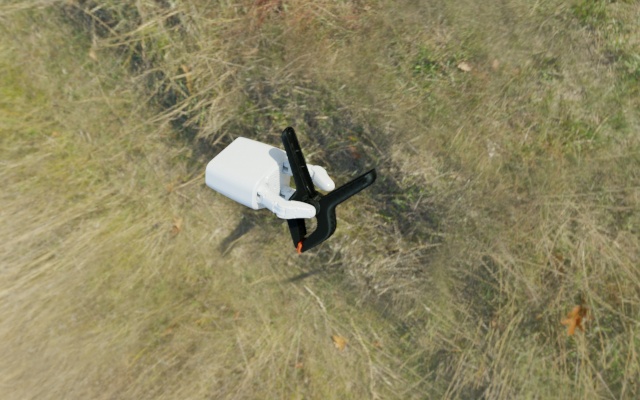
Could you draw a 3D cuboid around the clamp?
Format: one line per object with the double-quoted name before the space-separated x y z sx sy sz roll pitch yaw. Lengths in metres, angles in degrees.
"clamp" -0.001 0.003 0.760 0.164 0.210 0.036 23 33 23
